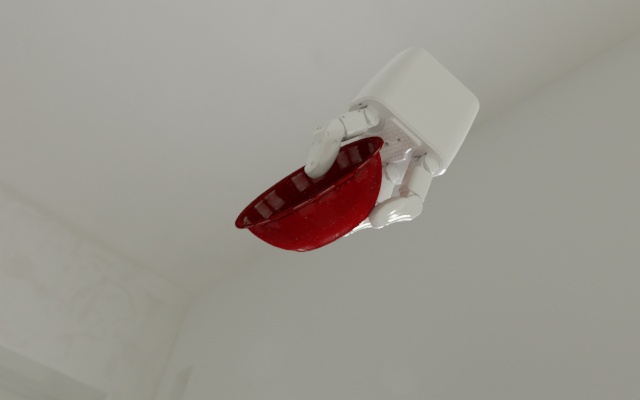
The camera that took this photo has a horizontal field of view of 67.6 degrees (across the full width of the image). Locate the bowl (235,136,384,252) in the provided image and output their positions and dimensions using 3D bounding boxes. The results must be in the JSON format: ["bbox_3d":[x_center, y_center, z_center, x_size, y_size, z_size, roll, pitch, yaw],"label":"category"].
[{"bbox_3d":[-0.001,0.003,0.461,0.162,0.055,0.162,-28,13,7],"label":"bowl"}]
